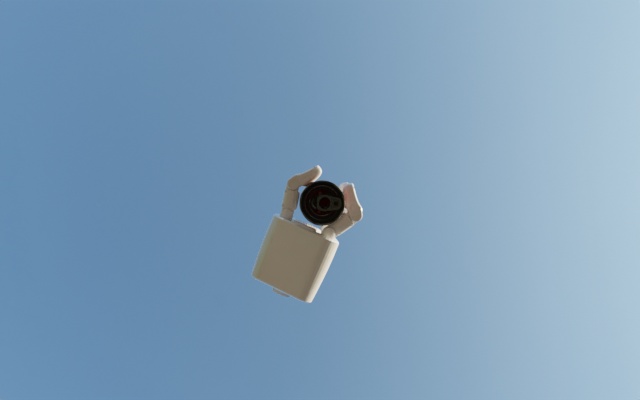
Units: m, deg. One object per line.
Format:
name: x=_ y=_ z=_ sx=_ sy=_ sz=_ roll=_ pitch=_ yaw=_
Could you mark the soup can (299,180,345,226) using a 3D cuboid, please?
soup can: x=0.000 y=0.002 z=0.759 sx=0.068 sy=0.068 sz=0.102 roll=0 pitch=2 yaw=-3
